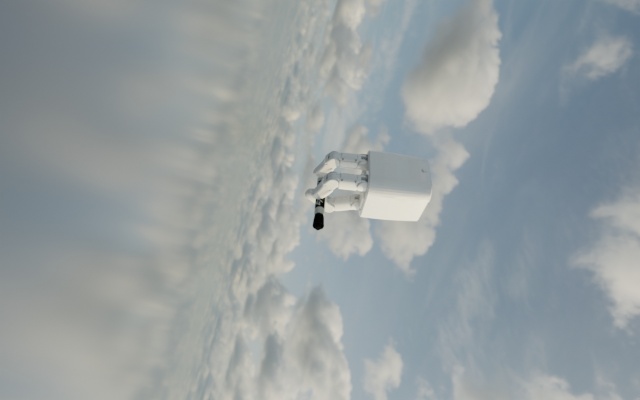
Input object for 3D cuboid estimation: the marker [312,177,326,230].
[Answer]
[{"bbox_3d":[0.000,0.003,0.809,0.020,0.020,0.121,3,45,3],"label":"marker"}]
